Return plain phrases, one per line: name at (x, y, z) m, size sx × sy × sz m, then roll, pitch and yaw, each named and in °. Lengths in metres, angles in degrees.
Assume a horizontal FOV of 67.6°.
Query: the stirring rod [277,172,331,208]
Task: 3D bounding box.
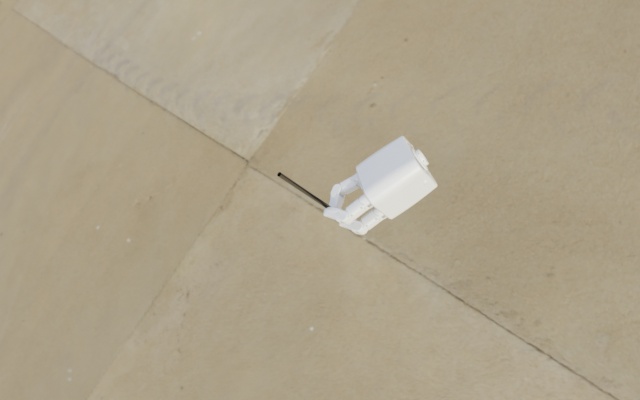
stirring rod at (0.000, 0.003, 0.861) m, size 0.011 × 0.011 × 0.240 m, roll 0°, pitch -22°, yaw 37°
